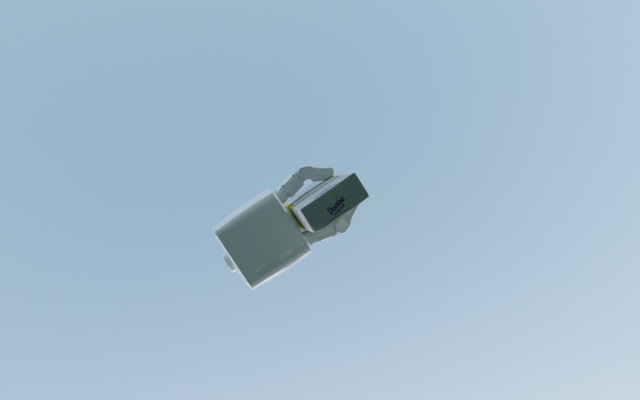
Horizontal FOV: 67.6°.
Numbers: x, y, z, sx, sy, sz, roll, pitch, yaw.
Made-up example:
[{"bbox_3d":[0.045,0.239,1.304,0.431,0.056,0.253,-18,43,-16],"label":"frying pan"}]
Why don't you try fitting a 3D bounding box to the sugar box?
[{"bbox_3d":[0.000,0.003,0.714,0.093,0.048,0.176,-34,10,-10],"label":"sugar box"}]
